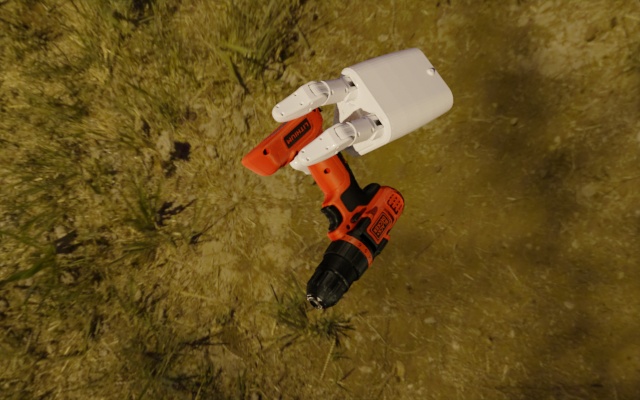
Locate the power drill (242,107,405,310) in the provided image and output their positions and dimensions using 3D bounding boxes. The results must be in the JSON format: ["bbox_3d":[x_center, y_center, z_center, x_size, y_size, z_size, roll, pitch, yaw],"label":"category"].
[{"bbox_3d":[0.000,0.001,0.540,0.057,0.188,0.184,-19,25,50],"label":"power drill"}]
